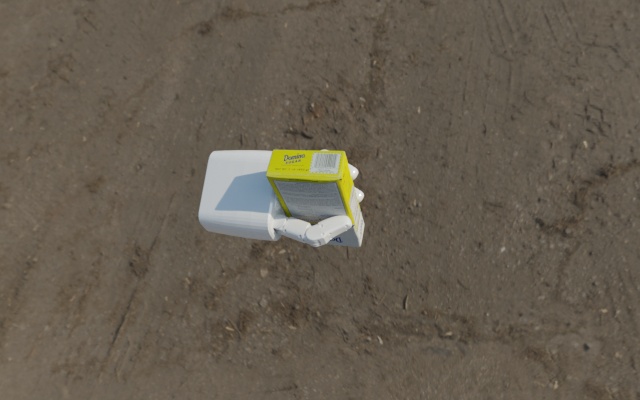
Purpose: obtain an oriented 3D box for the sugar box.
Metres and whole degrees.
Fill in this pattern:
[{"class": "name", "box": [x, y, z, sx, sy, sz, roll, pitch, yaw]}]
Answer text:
[{"class": "sugar box", "box": [0.000, 0.002, 0.628, 0.093, 0.048, 0.176, 4, -28, 15]}]
